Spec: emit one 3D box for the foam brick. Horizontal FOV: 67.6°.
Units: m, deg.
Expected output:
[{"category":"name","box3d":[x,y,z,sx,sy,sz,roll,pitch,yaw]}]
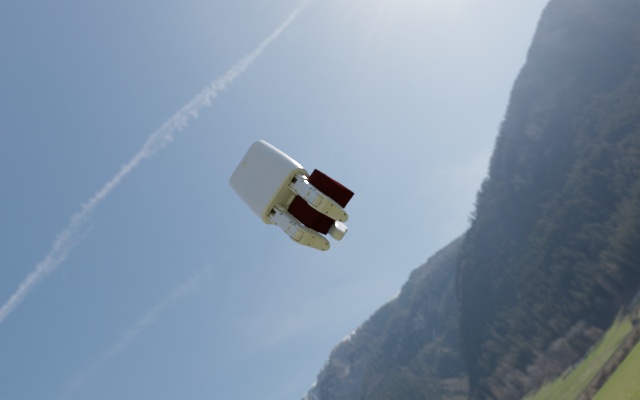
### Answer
[{"category":"foam brick","box3d":[0.000,0.002,0.700,0.051,0.078,0.053,39,7,35]}]
